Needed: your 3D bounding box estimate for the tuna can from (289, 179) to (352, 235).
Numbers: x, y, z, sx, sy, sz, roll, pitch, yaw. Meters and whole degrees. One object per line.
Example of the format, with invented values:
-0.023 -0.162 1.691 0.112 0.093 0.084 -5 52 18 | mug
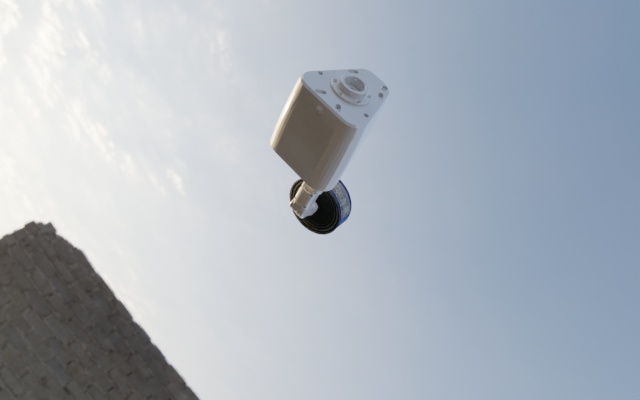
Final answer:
0.000 0.002 0.664 0.086 0.086 0.033 0 24 40 | tuna can
